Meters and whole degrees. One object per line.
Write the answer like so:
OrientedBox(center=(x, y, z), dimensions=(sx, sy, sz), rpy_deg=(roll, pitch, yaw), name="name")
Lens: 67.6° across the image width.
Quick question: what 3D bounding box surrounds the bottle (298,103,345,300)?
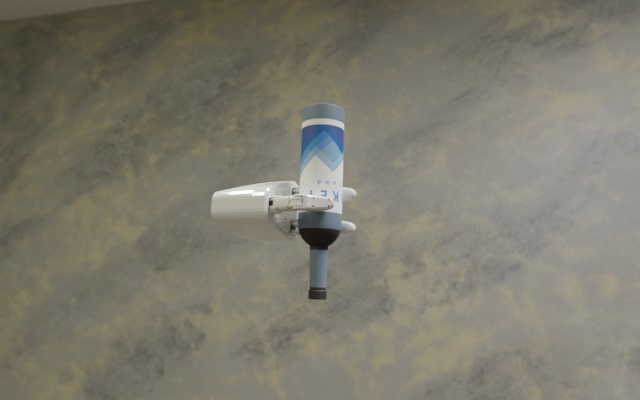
OrientedBox(center=(0.000, 0.002, 0.737), dimensions=(0.069, 0.295, 0.069), rpy_deg=(2, -8, 0), name="bottle")
